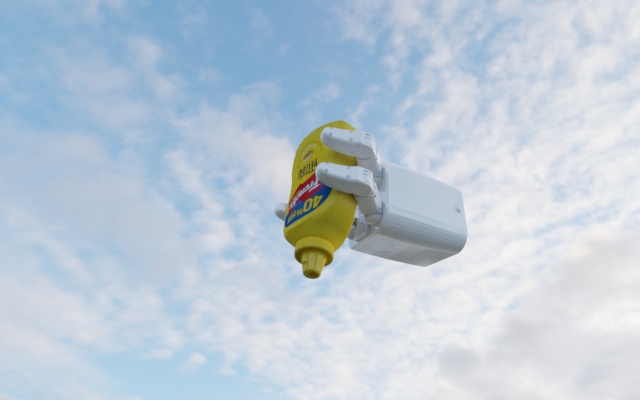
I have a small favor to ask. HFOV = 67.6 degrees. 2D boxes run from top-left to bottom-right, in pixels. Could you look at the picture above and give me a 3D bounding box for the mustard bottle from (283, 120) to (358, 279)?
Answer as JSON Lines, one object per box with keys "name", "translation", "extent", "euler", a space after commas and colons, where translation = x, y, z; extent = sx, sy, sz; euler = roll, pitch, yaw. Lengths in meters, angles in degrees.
{"name": "mustard bottle", "translation": [0.000, 0.001, 0.535], "extent": [0.058, 0.191, 0.096], "euler": [34, -47, -29]}
